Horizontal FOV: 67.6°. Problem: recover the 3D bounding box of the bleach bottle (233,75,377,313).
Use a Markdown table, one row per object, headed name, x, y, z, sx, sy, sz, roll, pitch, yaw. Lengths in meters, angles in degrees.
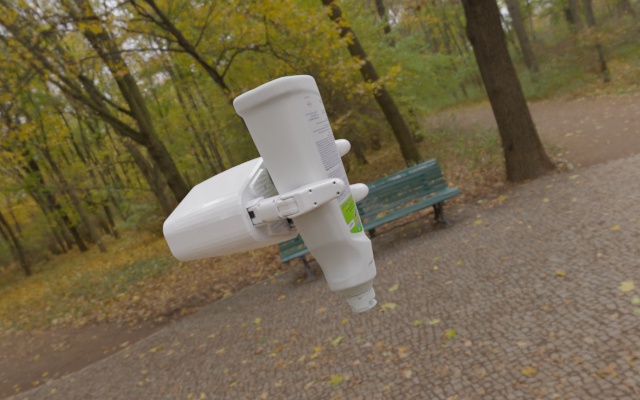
| name | x | y | z | sx | sy | sz | roll | pitch | yaw |
| --- | --- | --- | --- | --- | --- | --- | --- | --- | --- |
| bleach bottle | 0.000 | 0.002 | 0.494 | 0.068 | 0.251 | 0.102 | -18 | 8 | 24 |
